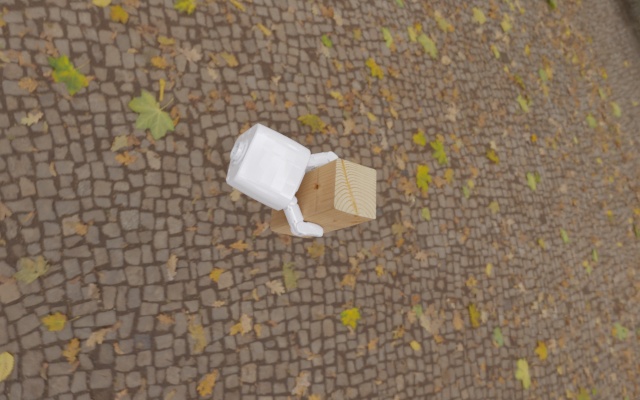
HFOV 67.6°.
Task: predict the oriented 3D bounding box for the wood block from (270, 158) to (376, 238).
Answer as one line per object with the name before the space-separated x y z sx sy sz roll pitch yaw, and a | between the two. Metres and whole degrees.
wood block | 0.000 0.003 0.871 0.090 0.090 0.206 15 -20 -33
